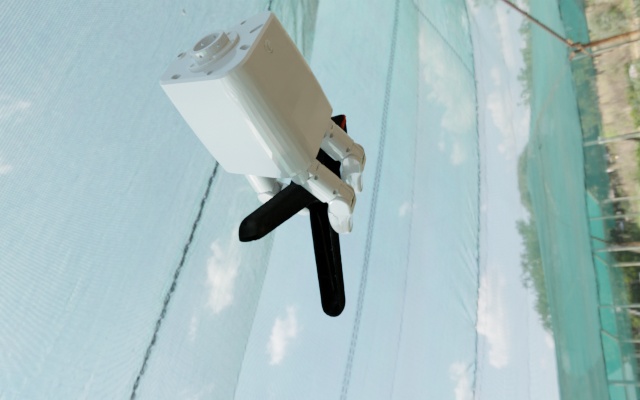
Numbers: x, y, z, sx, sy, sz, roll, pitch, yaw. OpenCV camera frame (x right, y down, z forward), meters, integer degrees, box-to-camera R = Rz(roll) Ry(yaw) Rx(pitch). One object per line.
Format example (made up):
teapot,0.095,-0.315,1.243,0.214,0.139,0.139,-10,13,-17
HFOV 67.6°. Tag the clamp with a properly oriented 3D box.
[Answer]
clamp,-0.001,0.001,0.484,0.036,0.209,0.165,-7,-44,29
